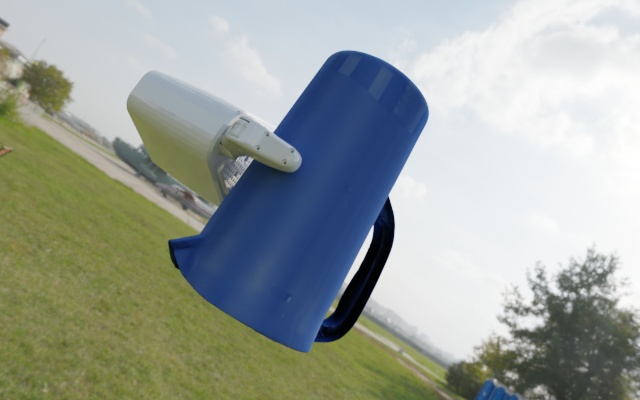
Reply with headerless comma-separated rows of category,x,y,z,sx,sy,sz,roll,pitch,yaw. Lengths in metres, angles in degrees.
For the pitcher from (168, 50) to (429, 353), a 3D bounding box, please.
pitcher,0.000,0.001,0.423,0.145,0.243,0.149,29,-9,18
